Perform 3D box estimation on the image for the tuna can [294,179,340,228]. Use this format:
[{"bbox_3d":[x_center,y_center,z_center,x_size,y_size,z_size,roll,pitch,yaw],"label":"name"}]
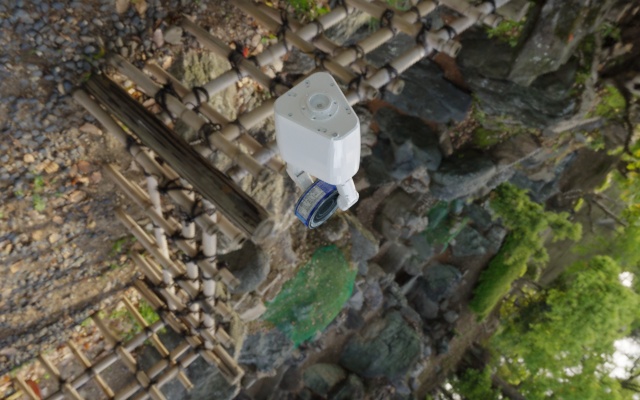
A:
[{"bbox_3d":[0.001,0.003,0.745,0.033,0.086,0.086,42,16,18],"label":"tuna can"}]
